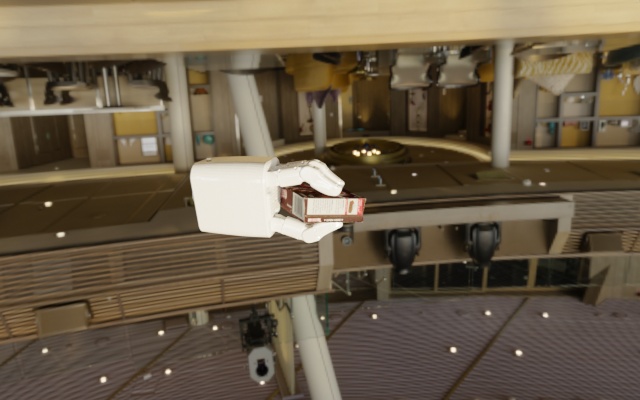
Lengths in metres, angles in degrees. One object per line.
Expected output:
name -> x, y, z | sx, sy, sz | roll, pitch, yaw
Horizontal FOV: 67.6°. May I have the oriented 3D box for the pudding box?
pudding box -> 0.000, 0.002, 0.680 | 0.090, 0.039, 0.113 | -1, 13, -21
